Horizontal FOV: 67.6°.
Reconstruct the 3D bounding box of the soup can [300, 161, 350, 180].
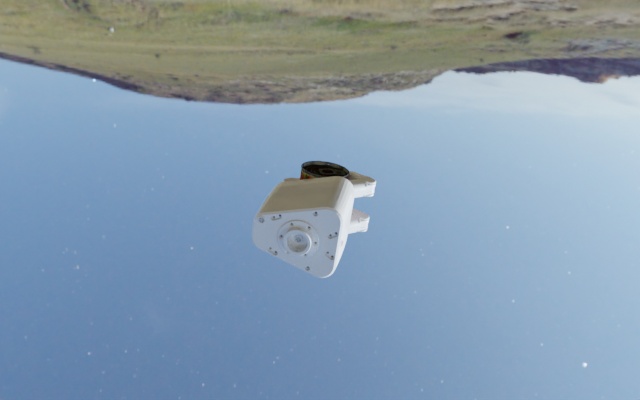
[{"bbox_3d":[0.000,0.002,0.682,0.068,0.102,0.068,7,22,-3],"label":"soup can"}]
